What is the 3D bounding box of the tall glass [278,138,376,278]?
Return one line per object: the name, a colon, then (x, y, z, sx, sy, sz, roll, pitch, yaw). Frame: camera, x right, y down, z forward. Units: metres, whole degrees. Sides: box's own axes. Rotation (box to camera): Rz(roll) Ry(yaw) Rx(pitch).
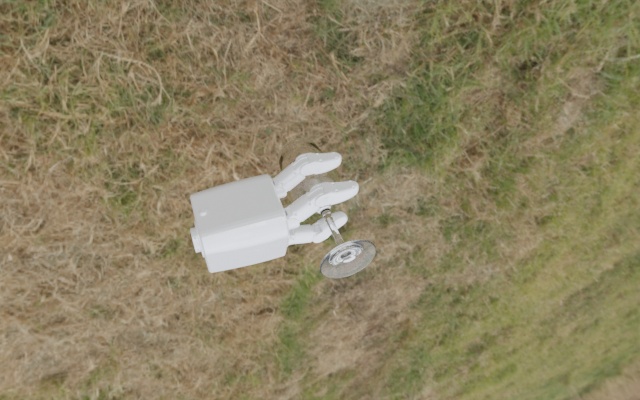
tall glass: (0.000, 0.003, 0.644, 0.079, 0.201, 0.079, -15, -39, -13)
